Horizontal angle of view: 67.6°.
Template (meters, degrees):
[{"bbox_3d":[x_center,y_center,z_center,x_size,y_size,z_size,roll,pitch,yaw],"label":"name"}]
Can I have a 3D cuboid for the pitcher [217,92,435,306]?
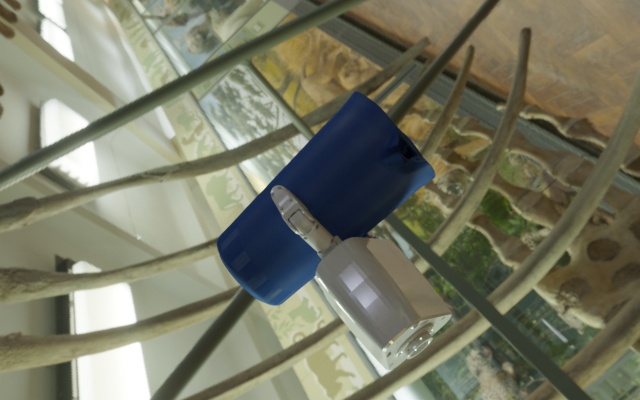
[{"bbox_3d":[0.000,0.002,0.561,0.145,0.243,0.149,49,3,30],"label":"pitcher"}]
